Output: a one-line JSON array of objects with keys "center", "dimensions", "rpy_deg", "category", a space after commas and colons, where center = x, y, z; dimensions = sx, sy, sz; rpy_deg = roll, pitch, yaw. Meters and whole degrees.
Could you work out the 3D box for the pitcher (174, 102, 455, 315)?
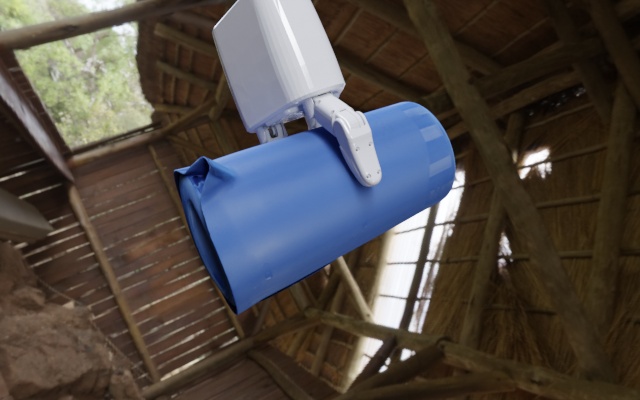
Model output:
[{"center": [0.000, 0.001, 0.451], "dimensions": [0.243, 0.145, 0.149], "rpy_deg": [-23, 2, -20], "category": "pitcher"}]
